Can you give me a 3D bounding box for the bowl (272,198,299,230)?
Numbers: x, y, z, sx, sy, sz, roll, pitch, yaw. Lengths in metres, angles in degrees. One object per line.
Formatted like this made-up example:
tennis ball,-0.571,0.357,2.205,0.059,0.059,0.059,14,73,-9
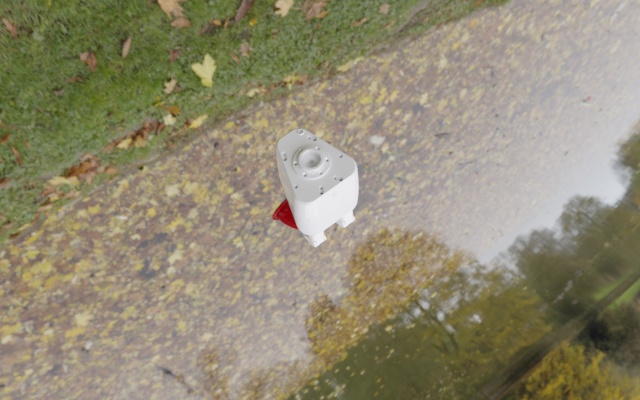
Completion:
bowl,0.001,0.003,0.798,0.162,0.055,0.162,-36,-8,-6
